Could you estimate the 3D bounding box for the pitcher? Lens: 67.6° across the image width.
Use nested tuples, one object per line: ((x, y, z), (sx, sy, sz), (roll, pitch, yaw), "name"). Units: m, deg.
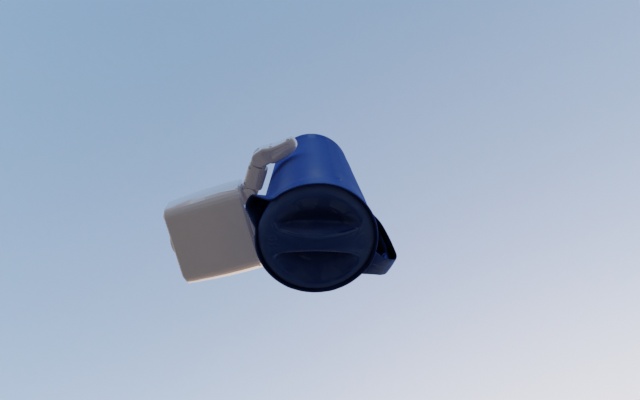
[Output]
((0.000, 0.002, 0.615), (0.145, 0.149, 0.242), (-17, 24, 5), "pitcher")
